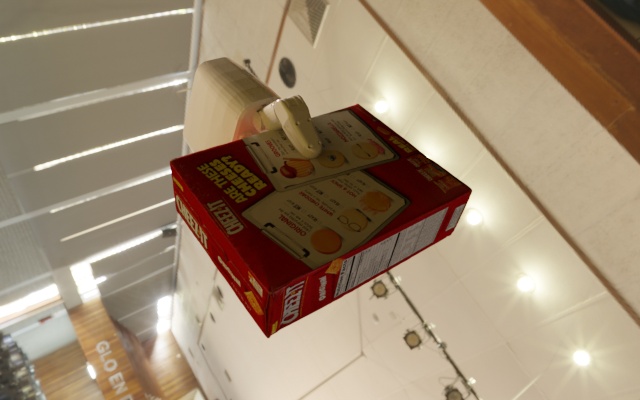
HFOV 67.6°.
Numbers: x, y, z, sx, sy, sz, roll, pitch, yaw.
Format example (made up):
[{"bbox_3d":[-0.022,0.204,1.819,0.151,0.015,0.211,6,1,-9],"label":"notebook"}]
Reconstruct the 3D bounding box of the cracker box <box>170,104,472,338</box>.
[{"bbox_3d":[0.000,0.001,0.434,0.213,0.072,0.164,-23,51,-29],"label":"cracker box"}]
